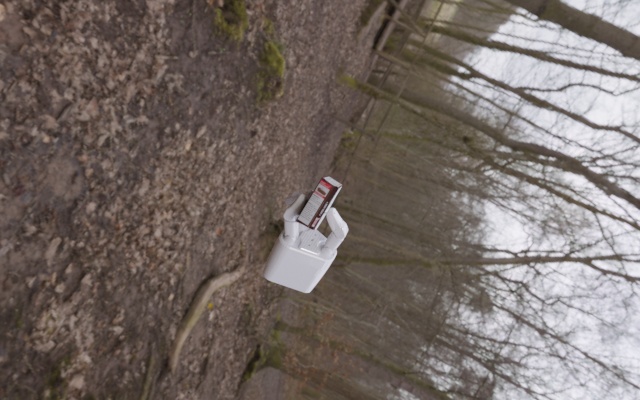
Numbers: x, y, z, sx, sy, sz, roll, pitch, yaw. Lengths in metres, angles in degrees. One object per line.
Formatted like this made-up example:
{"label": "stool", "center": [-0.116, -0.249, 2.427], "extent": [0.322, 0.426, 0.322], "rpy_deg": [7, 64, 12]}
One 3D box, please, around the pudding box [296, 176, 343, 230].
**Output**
{"label": "pudding box", "center": [0.000, 0.003, 0.859], "extent": [0.039, 0.090, 0.113], "rpy_deg": [30, 6, 1]}
